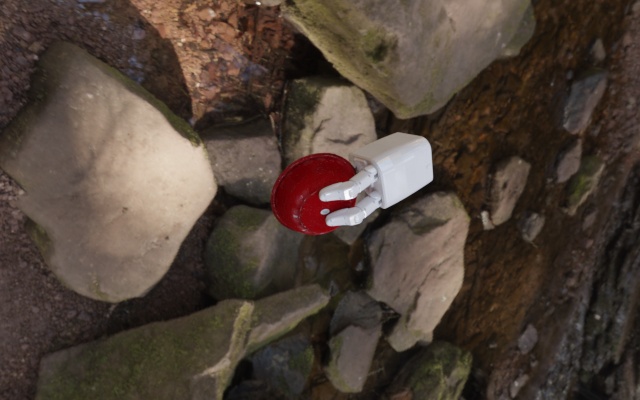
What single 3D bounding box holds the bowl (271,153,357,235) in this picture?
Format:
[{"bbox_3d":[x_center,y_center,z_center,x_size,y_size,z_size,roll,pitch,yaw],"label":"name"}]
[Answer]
[{"bbox_3d":[-0.001,0.004,0.808,0.162,0.162,0.055,0,33,-23],"label":"bowl"}]
